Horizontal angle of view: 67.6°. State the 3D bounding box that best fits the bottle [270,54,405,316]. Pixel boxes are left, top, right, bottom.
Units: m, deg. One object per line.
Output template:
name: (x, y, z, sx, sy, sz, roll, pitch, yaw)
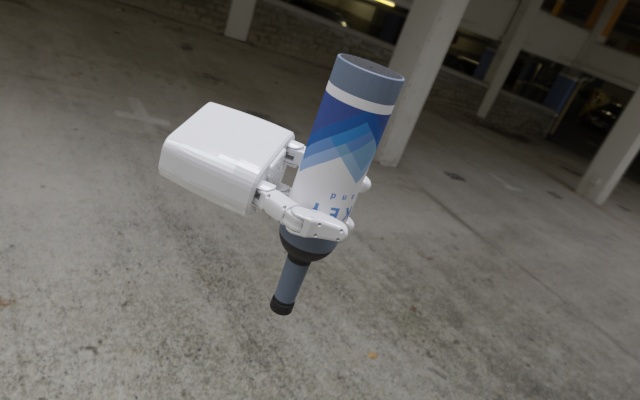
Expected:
bottle: (0.000, 0.001, 0.502, 0.069, 0.296, 0.069, 17, 25, -8)
